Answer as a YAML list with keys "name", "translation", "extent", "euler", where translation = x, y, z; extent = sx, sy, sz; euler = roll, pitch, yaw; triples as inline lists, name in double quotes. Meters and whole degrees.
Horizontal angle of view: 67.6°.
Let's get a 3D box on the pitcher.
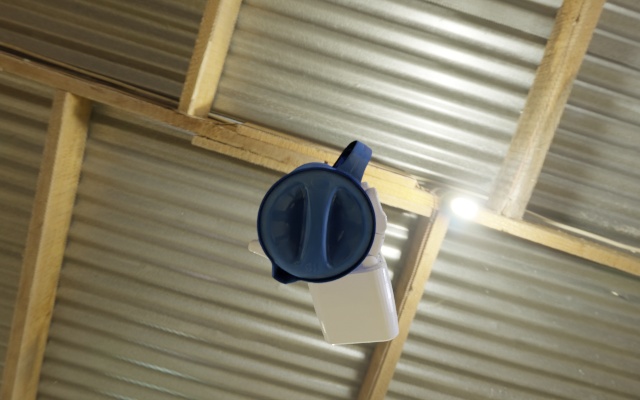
- name: "pitcher"
  translation: [0.000, 0.002, 0.641]
  extent: [0.149, 0.145, 0.243]
  euler: [-14, 10, 1]
